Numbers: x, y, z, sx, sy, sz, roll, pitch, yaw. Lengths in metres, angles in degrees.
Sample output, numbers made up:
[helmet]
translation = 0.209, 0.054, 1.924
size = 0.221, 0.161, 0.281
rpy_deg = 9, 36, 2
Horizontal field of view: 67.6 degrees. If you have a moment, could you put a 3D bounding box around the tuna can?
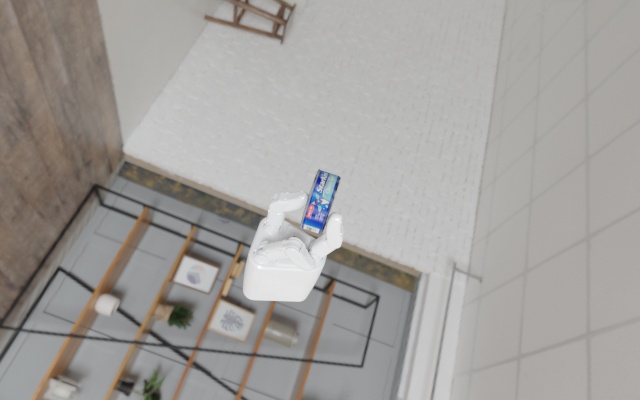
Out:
[tuna can]
translation = 0.001, 0.002, 0.660
size = 0.034, 0.086, 0.086
rpy_deg = 18, 0, 1
